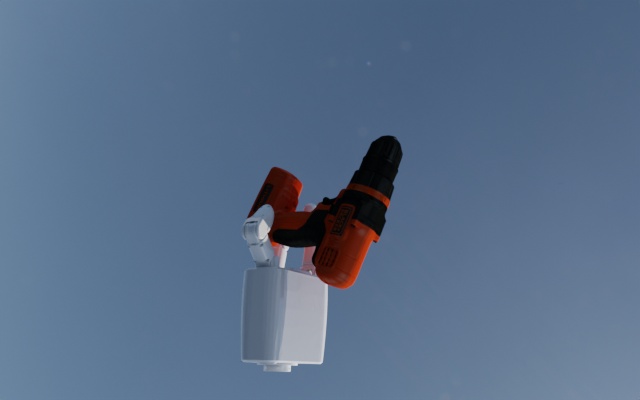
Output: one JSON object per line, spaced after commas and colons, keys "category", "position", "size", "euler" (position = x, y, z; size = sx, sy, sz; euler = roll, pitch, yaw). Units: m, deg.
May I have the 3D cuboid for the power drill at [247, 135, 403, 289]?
{"category": "power drill", "position": [0.000, 0.002, 0.581], "size": [0.187, 0.184, 0.057], "euler": [8, -23, 48]}
